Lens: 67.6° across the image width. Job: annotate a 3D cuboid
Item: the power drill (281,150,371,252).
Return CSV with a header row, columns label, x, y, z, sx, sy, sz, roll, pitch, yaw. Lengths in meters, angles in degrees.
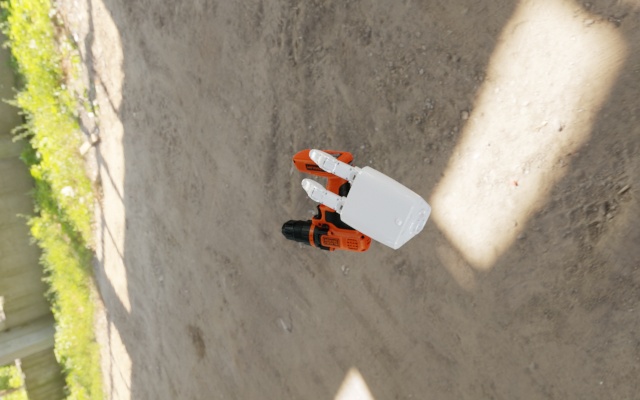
label,x,y,z,sx,sy,sz,roll,pitch,yaw
power drill,0.000,0.003,0.877,0.184,0.188,0.057,5,28,26
